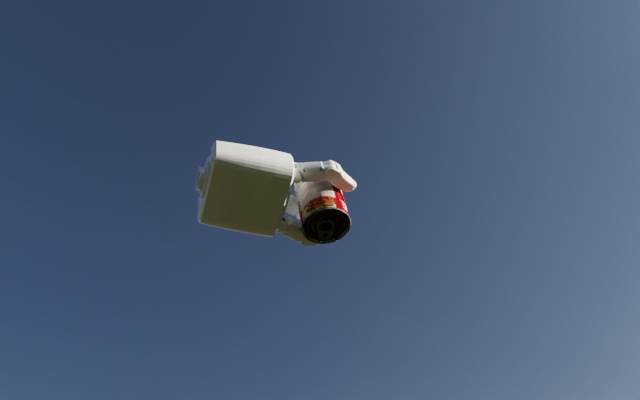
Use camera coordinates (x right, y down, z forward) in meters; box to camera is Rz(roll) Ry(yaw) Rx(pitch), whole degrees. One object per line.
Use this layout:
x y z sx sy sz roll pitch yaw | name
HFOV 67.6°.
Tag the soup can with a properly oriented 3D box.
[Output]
0.001 0.002 0.682 0.068 0.069 0.102 0 42 -12 | soup can
